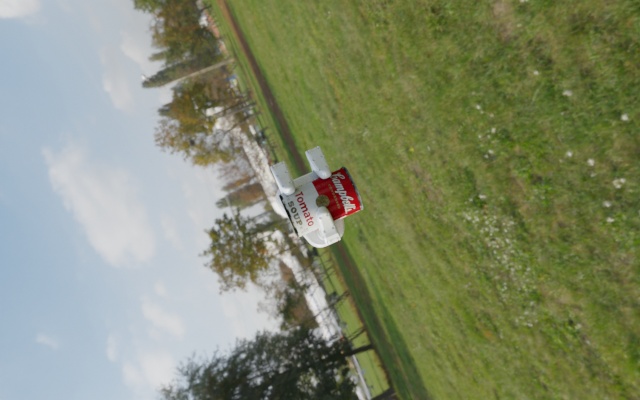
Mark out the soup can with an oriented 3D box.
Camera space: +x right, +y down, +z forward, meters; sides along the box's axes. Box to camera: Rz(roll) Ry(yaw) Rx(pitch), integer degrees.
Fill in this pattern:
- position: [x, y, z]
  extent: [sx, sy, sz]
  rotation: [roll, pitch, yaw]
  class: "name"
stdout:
- position: [0.000, 0.002, 0.675]
  extent: [0.102, 0.068, 0.068]
  rotation: [-24, 2, -4]
  class: "soup can"
